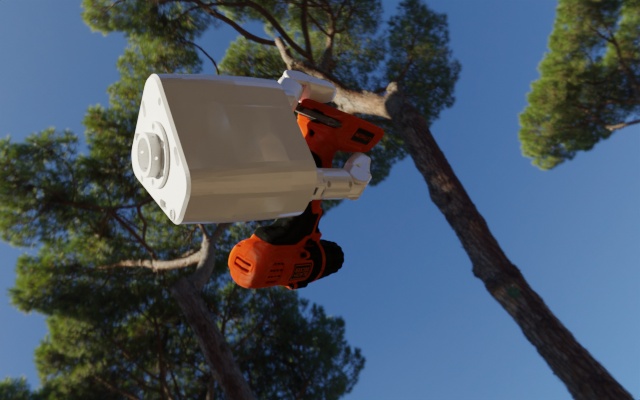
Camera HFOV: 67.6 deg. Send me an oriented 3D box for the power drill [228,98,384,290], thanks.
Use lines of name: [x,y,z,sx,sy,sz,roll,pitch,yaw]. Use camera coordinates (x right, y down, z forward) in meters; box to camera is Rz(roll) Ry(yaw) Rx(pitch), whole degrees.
power drill: [0.000,0.001,0.493,0.057,0.187,0.184,24,8,26]
